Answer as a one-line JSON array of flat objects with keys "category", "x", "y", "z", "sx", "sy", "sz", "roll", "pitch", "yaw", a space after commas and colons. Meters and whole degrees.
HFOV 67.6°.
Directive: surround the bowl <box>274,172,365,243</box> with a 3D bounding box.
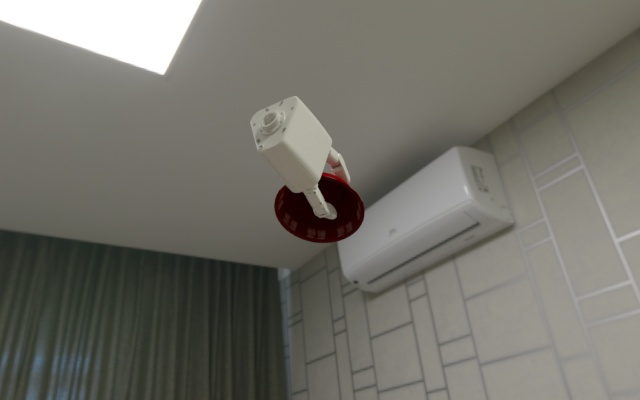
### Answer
[{"category": "bowl", "x": 0.000, "y": 0.004, "z": 0.865, "sx": 0.162, "sy": 0.162, "sz": 0.055, "roll": 0, "pitch": 41, "yaw": 8}]
